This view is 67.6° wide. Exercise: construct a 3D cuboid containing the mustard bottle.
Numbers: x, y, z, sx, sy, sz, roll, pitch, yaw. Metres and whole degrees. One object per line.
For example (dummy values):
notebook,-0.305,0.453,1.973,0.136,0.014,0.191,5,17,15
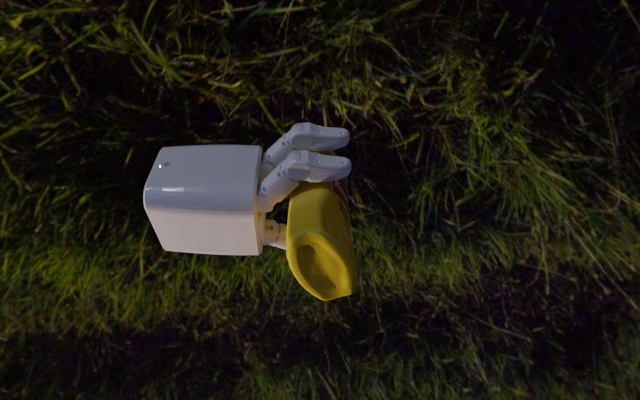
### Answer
mustard bottle,0.000,0.002,0.495,0.058,0.096,0.191,-18,37,13
